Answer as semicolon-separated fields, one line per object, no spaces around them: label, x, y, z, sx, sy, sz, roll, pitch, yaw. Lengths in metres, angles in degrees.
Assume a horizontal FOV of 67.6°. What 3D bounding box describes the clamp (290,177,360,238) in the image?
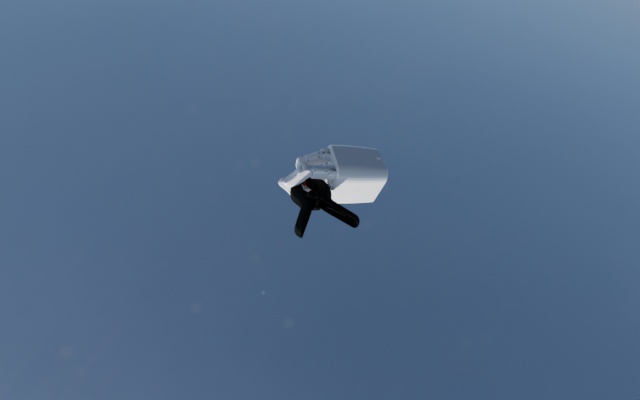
clamp;0.000;0.003;0.895;0.120;0.039;0.171;1;42;-16
